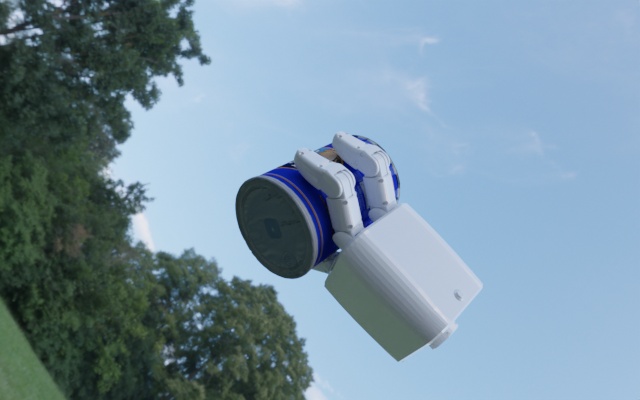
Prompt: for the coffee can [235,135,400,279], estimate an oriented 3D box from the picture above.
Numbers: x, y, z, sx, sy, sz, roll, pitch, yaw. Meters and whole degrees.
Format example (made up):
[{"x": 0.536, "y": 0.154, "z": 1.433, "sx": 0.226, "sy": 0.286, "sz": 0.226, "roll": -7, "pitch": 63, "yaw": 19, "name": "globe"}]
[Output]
[{"x": 0.000, "y": 0.002, "z": 0.485, "sx": 0.103, "sy": 0.103, "sz": 0.140, "roll": 0, "pitch": 22, "yaw": 44, "name": "coffee can"}]
